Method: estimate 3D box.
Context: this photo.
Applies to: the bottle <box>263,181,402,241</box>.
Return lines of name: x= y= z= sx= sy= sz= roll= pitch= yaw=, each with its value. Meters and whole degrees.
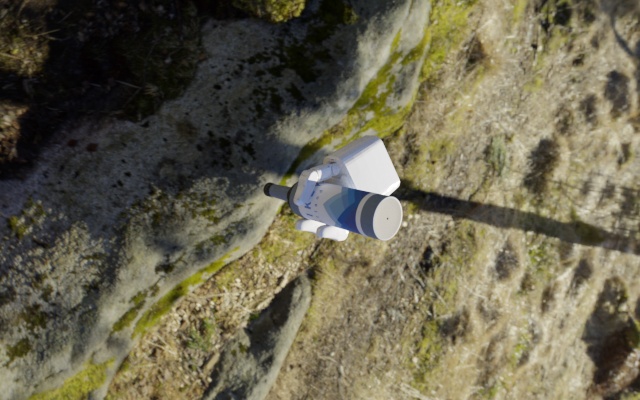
bottle: x=0.000 y=0.003 z=0.801 sx=0.069 sy=0.069 sz=0.295 roll=0 pitch=9 yaw=-43
